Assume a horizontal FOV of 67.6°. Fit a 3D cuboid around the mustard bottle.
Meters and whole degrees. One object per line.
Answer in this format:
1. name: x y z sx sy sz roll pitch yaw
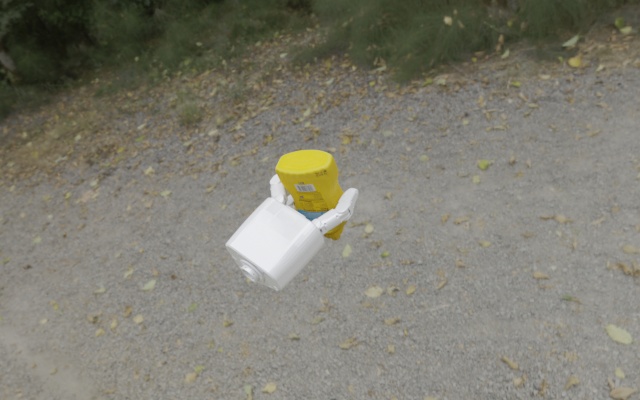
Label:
1. mustard bottle: 0.000 0.002 0.810 0.096 0.058 0.192 -1 -44 23
